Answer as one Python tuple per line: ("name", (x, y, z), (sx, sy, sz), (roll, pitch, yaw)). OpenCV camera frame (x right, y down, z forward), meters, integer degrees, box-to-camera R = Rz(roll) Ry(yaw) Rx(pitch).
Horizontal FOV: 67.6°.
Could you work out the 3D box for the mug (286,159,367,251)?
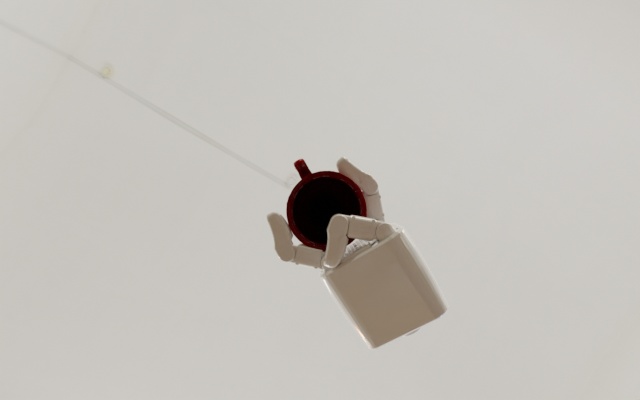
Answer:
("mug", (-0.001, 0.001, 0.587), (0.093, 0.117, 0.081), (-32, 1, 0))
